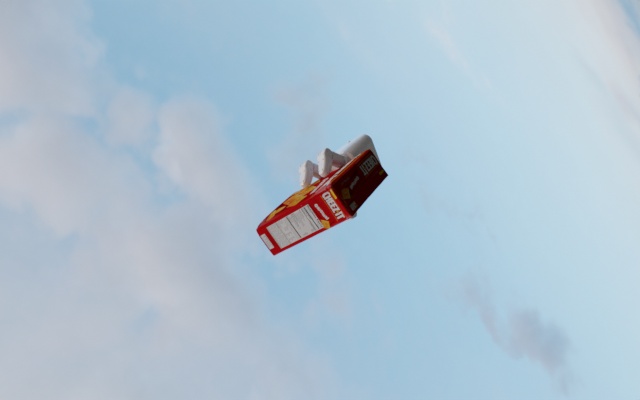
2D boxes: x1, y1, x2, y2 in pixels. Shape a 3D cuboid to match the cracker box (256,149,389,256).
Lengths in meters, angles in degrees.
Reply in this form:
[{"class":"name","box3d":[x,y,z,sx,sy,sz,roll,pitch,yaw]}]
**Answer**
[{"class":"cracker box","box3d":[0.000,0.003,0.890,0.214,0.072,0.164,-30,10,40]}]
